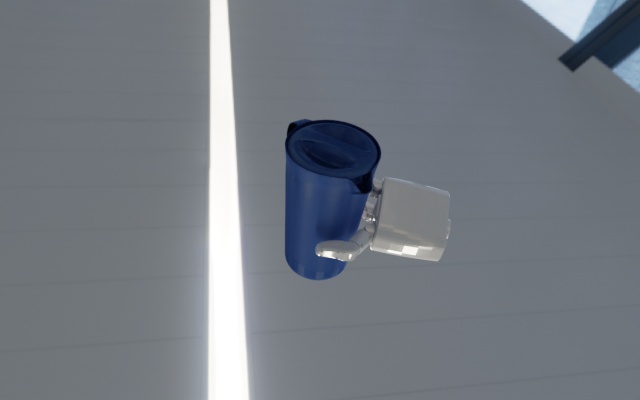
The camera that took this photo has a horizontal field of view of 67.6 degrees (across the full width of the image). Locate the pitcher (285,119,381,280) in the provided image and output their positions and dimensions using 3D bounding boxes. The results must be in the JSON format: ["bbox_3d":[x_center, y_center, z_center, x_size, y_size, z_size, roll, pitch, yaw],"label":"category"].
[{"bbox_3d":[0.000,0.002,0.736,0.145,0.243,0.149,12,42,3],"label":"pitcher"}]
